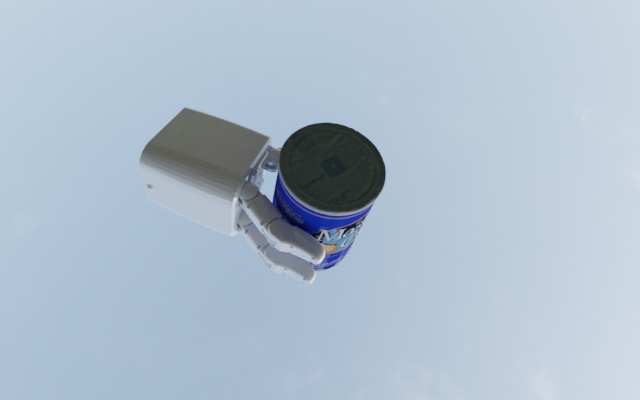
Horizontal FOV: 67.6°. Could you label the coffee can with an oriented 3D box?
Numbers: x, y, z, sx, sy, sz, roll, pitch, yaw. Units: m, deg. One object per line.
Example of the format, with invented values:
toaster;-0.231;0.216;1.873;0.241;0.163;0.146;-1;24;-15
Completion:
coffee can;0.000;0.002;0.505;0.103;0.102;0.140;0;-30;-12
